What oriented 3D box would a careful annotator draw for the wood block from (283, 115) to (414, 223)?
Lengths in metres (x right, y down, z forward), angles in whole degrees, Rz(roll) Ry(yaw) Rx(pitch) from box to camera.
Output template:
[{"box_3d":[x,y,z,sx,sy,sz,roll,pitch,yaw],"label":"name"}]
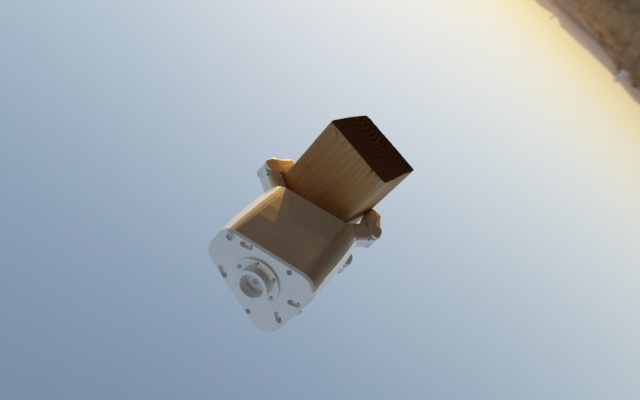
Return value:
[{"box_3d":[0.000,0.002,0.583,0.206,0.091,0.090,-45,-12,32],"label":"wood block"}]
